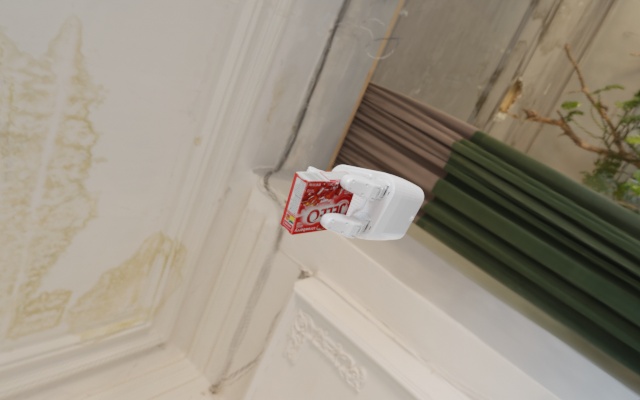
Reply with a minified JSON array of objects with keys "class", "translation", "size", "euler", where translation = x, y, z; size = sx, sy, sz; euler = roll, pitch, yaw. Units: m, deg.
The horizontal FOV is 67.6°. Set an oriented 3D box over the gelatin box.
[{"class":"gelatin box","translation":[0.000,0.002,0.598],"size":[0.089,0.073,0.030],"euler":[-4,31,-42]}]
